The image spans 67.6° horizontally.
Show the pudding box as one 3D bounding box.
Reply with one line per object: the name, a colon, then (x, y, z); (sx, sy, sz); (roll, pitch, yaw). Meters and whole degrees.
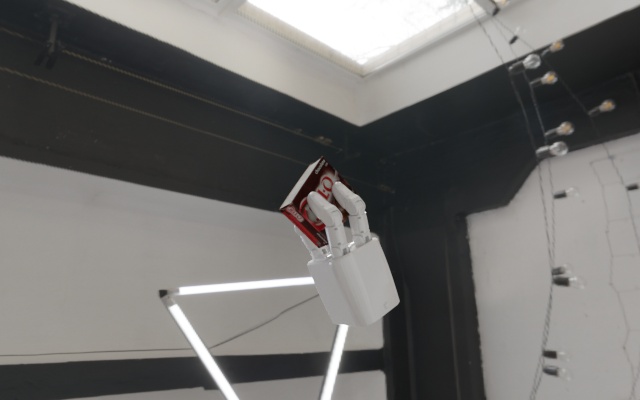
pudding box: (0.000, 0.002, 0.732); (0.039, 0.090, 0.113); (-25, 26, 45)
